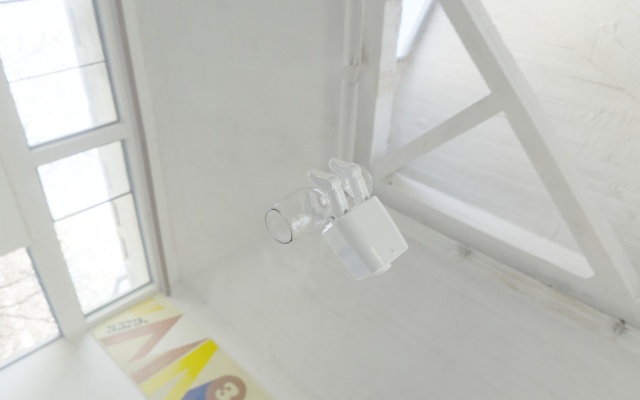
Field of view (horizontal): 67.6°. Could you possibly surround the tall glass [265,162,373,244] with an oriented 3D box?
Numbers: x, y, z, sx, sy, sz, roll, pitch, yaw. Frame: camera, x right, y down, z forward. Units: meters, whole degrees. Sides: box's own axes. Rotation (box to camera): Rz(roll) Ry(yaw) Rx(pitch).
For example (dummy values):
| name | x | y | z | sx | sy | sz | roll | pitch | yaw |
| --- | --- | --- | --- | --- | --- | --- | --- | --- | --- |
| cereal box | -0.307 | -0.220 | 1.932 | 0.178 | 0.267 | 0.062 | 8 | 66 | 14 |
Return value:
| name | x | y | z | sx | sy | sz | roll | pitch | yaw |
| --- | --- | --- | --- | --- | --- | --- | --- | --- | --- |
| tall glass | 0.000 | 0.002 | 0.816 | 0.079 | 0.079 | 0.201 | 0 | 23 | 47 |
